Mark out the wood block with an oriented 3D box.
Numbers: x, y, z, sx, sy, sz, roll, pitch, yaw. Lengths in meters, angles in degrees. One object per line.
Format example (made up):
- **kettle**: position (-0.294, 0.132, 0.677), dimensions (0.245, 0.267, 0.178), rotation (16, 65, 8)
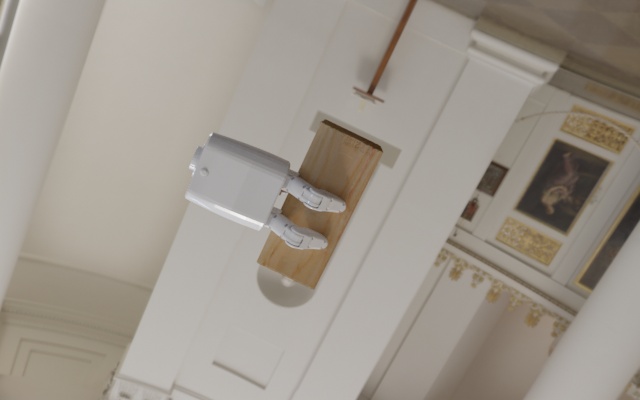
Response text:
- **wood block**: position (0.000, 0.002, 0.660), dimensions (0.090, 0.206, 0.091), rotation (26, 13, -2)
